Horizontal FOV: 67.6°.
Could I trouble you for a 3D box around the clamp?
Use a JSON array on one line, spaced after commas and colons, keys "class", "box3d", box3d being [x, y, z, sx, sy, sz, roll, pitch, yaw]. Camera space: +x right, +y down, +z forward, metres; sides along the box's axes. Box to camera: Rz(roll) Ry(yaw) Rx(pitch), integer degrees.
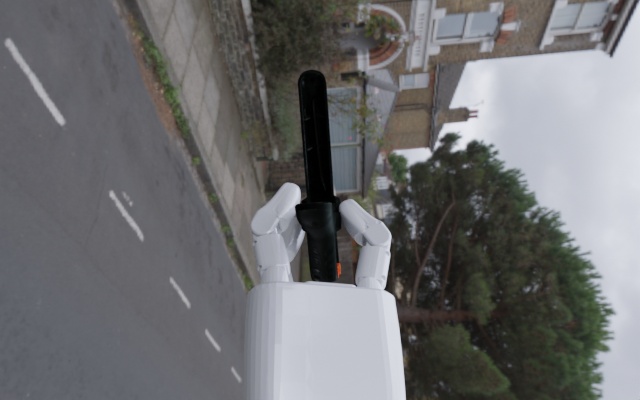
[{"class": "clamp", "box3d": [0.001, 0.002, 0.435, 0.036, 0.164, 0.210, -3, -35, 3]}]
